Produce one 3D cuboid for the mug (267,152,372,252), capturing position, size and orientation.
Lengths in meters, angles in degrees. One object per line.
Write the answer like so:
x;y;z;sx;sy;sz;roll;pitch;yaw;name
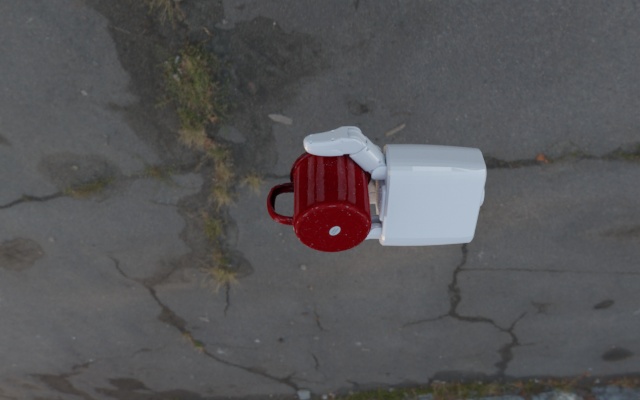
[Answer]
-0.001;0.002;0.517;0.117;0.081;0.093;-1;-43;0;mug
